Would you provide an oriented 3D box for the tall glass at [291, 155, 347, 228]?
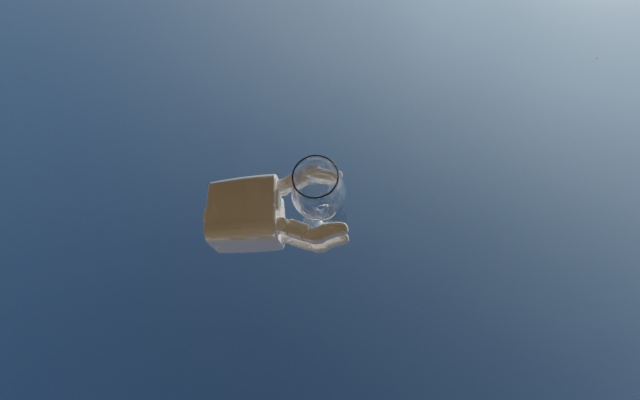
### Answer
[{"bbox_3d":[0.000,0.002,0.712,0.079,0.079,0.201,0,-20,4],"label":"tall glass"}]
